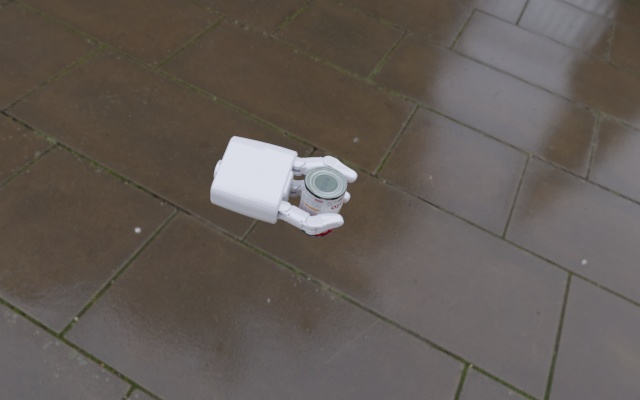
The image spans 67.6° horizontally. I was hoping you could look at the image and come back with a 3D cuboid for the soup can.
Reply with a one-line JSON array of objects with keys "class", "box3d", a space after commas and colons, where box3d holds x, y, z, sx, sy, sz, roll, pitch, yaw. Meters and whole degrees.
[{"class": "soup can", "box3d": [0.001, 0.003, 0.756, 0.068, 0.068, 0.102, 0, -38, -12]}]
